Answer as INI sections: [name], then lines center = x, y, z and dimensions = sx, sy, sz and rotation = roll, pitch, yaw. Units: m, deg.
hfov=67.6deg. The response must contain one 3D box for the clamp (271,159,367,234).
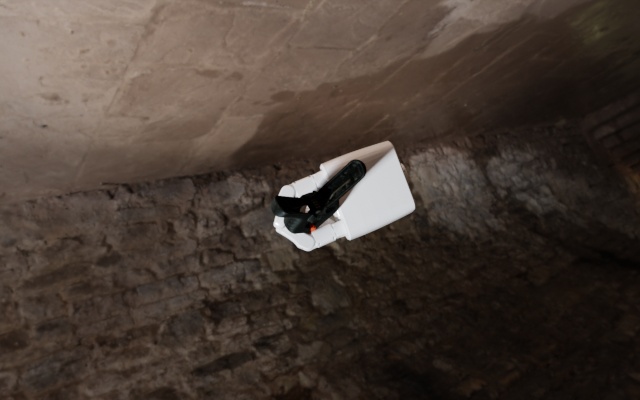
[clamp]
center = 0.000, 0.003, 0.607
dimensions = 0.120, 0.039, 0.171
rotation = -22, -12, -5
